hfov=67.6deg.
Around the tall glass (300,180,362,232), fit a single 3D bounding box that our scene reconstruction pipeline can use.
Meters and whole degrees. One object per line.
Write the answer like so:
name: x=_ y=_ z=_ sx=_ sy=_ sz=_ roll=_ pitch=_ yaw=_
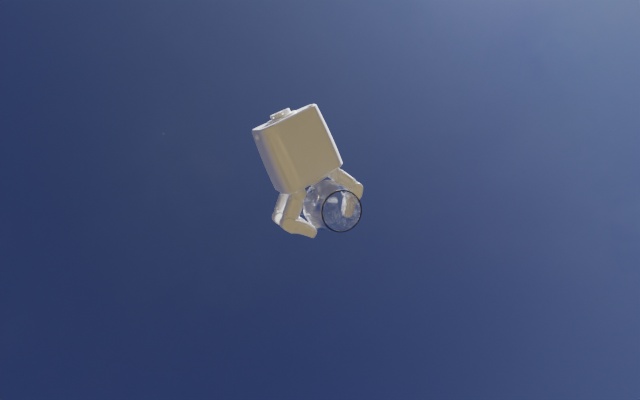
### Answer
tall glass: x=0.000 y=0.003 z=0.772 sx=0.079 sy=0.079 sz=0.201 roll=0 pitch=8 yaw=-18
